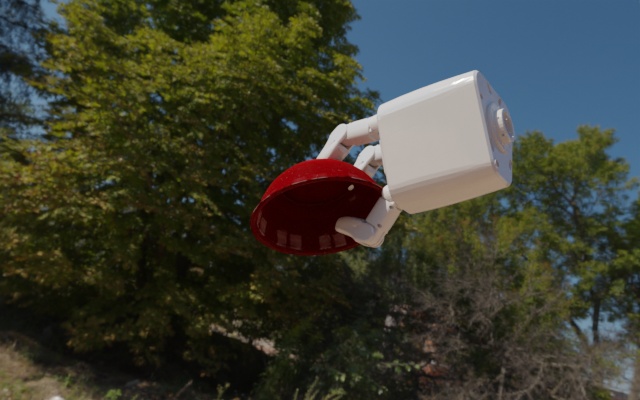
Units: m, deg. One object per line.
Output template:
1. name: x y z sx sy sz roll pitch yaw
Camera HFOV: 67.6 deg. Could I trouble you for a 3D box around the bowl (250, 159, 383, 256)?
1. bowl: -0.001 0.002 0.545 0.162 0.055 0.162 -6 -34 -4
